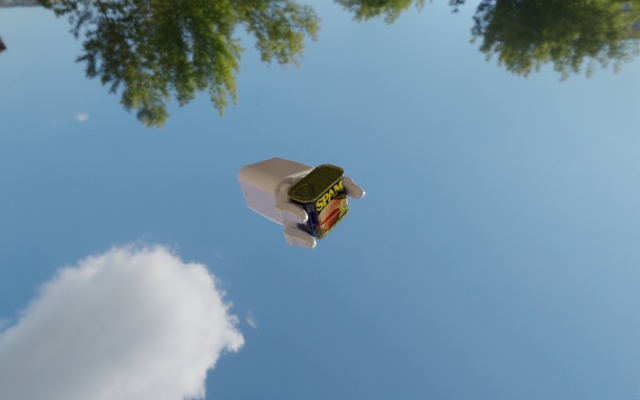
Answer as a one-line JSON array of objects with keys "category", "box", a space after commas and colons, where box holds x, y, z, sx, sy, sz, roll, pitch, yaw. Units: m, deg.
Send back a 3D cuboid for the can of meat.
[{"category": "can of meat", "box": [0.000, 0.003, 0.792, 0.057, 0.084, 0.102, 19, 46, 36]}]
